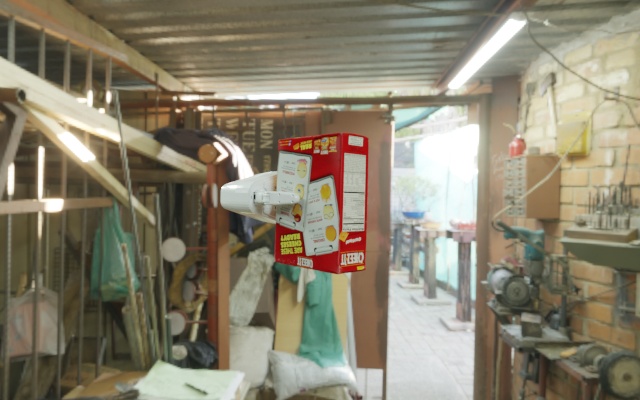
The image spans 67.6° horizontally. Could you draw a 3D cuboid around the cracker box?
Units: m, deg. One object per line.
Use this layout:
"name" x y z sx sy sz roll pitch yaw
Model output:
"cracker box" 0.000 0.002 0.786 0.072 0.213 0.164 0 1 -41
